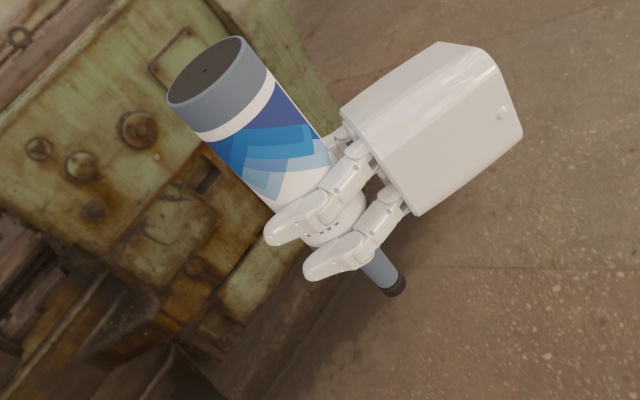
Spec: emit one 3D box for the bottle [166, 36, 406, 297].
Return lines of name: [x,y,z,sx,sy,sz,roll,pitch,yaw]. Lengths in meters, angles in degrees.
bottle: [0.000,0.001,0.403,0.069,0.069,0.296,0,-36,40]
